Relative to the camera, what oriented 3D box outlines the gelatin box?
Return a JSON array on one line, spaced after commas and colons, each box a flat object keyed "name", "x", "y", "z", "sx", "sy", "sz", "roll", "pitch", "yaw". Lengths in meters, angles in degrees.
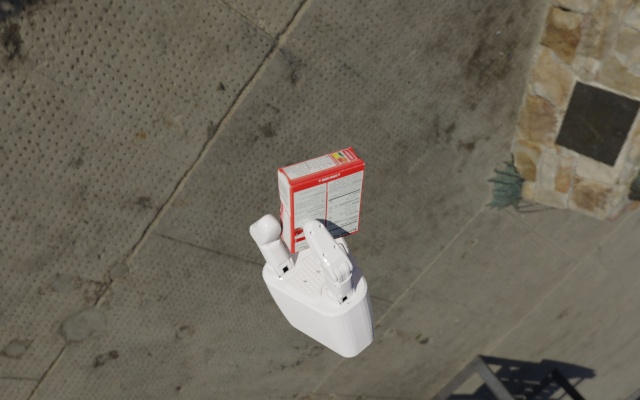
[{"name": "gelatin box", "x": 0.000, "y": 0.001, "z": 0.440, "sx": 0.073, "sy": 0.089, "sz": 0.030, "roll": -18, "pitch": 47, "yaw": -20}]
